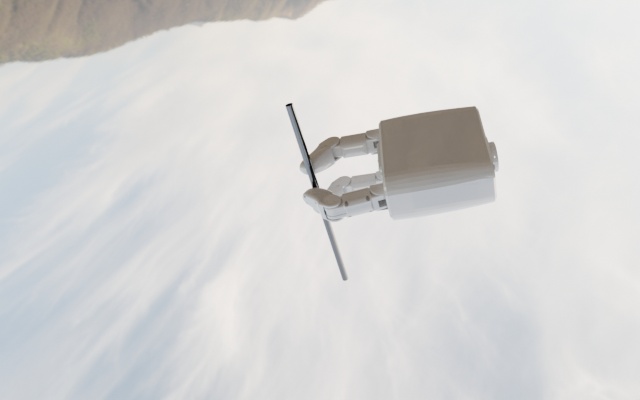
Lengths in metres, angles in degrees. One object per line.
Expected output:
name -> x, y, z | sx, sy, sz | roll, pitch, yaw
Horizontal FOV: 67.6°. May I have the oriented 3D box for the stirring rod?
stirring rod -> 0.000, 0.002, 0.538 | 0.011, 0.240, 0.011 | -13, 33, 8
